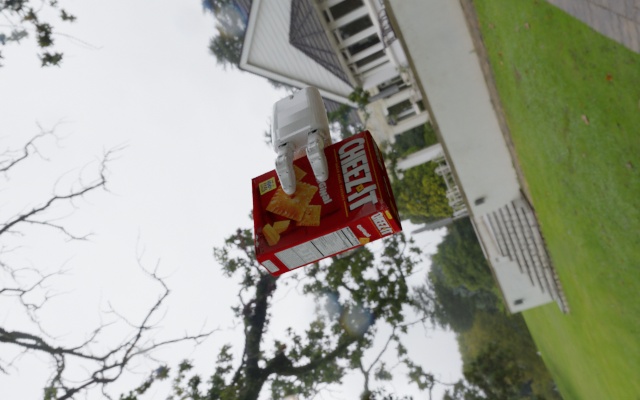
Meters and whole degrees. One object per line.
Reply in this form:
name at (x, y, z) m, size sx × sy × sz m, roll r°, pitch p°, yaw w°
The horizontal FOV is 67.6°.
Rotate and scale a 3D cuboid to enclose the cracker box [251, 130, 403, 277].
cracker box at (0.000, 0.003, 0.736) m, size 0.214 × 0.164 × 0.072 m, roll -22°, pitch -41°, yaw 15°
